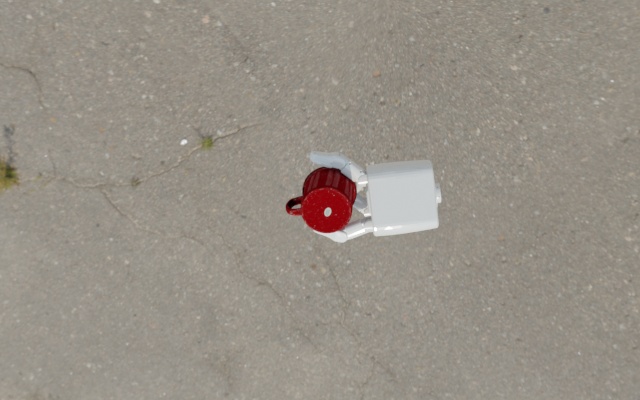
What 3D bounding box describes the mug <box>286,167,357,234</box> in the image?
[{"bbox_3d":[-0.001,0.003,0.773,0.117,0.093,0.081,-7,22,8],"label":"mug"}]
